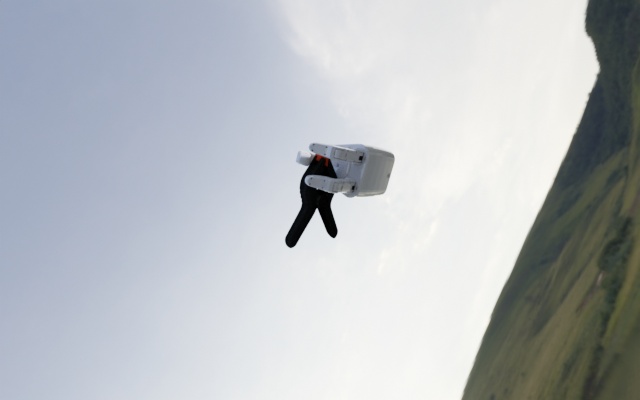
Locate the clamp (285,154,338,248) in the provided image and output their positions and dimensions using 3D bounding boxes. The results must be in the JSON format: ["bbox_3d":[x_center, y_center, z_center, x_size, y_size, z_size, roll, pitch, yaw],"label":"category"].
[{"bbox_3d":[0.000,0.002,0.858,0.039,0.171,0.120,24,15,37],"label":"clamp"}]
